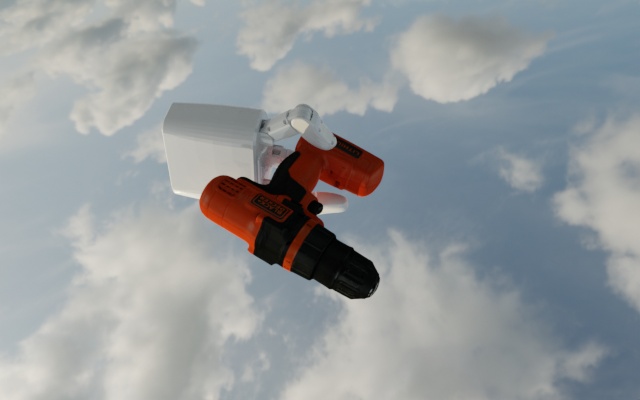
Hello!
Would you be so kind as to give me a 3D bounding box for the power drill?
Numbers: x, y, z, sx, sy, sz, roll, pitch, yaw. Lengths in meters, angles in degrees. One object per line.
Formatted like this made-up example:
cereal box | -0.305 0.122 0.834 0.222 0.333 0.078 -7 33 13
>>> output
power drill | 0.000 0.001 0.490 0.184 0.057 0.187 30 38 10
